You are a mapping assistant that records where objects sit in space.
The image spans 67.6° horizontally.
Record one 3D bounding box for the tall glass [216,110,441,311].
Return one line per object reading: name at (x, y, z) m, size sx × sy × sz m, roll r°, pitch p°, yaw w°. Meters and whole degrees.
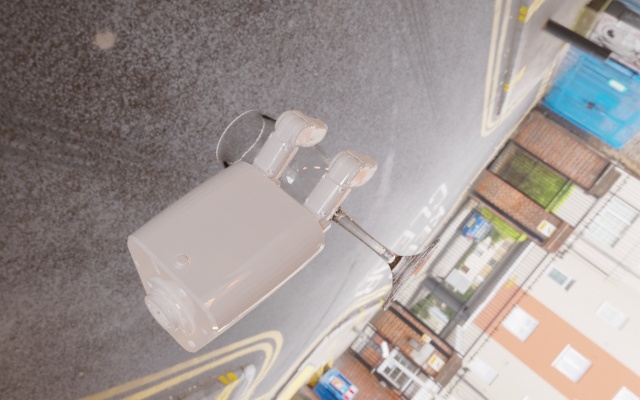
tall glass at (0.001, 0.002, 0.415) m, size 0.201 × 0.079 × 0.079 m, roll 39°, pitch 13°, yaw 17°
